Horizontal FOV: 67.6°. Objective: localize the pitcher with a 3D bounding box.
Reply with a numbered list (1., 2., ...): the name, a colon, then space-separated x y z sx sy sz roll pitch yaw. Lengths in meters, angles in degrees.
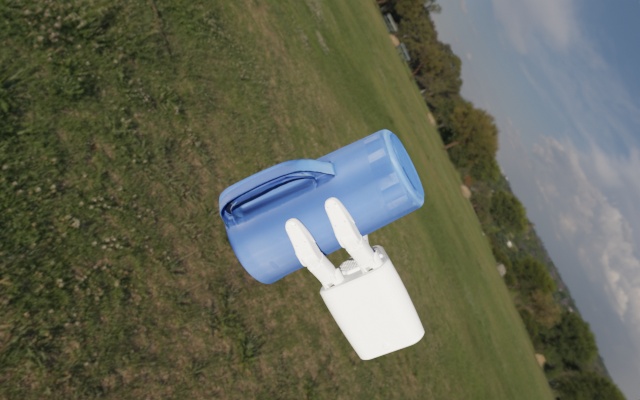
1. pitcher: 0.000 0.002 0.620 0.243 0.145 0.149 -26 6 19
